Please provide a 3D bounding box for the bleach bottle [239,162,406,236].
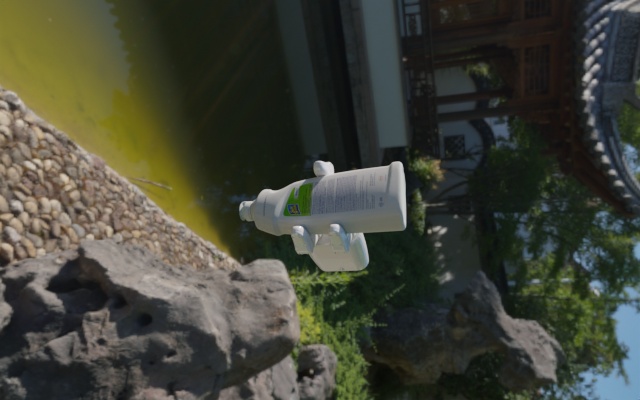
[{"bbox_3d":[0.000,0.002,0.723,0.251,0.102,0.068,-4,-35,14],"label":"bleach bottle"}]
